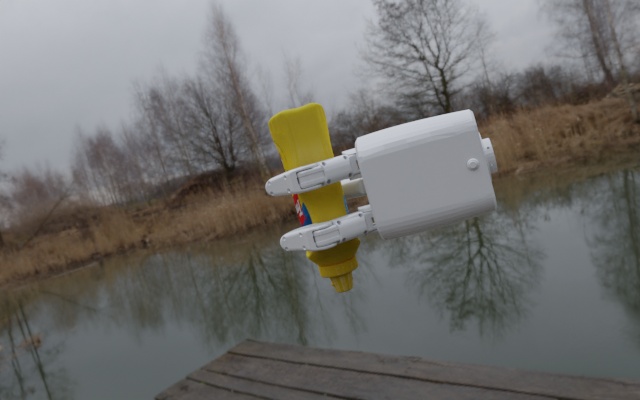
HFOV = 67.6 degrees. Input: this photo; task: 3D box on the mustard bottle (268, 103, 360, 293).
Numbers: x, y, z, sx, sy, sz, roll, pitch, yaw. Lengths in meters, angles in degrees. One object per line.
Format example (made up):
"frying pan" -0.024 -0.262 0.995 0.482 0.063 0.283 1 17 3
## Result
"mustard bottle" 0.000 0.001 0.492 0.058 0.191 0.096 -17 5 -8
